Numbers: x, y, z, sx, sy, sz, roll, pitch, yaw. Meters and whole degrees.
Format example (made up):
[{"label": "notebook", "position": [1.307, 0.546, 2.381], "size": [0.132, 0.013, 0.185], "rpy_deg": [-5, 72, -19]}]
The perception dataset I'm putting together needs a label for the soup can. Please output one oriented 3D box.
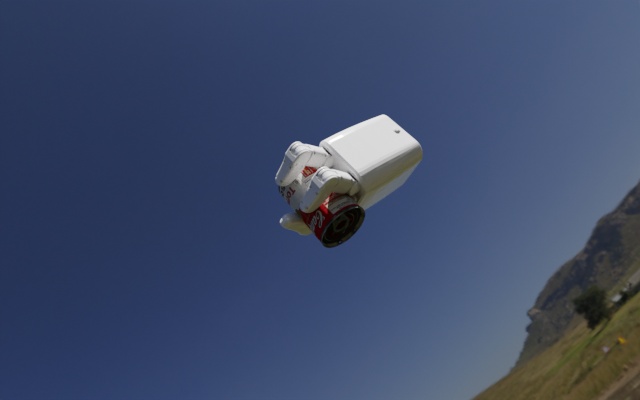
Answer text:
[{"label": "soup can", "position": [0.000, 0.002, 0.618], "size": [0.068, 0.068, 0.102], "rpy_deg": [0, 40, -49]}]
